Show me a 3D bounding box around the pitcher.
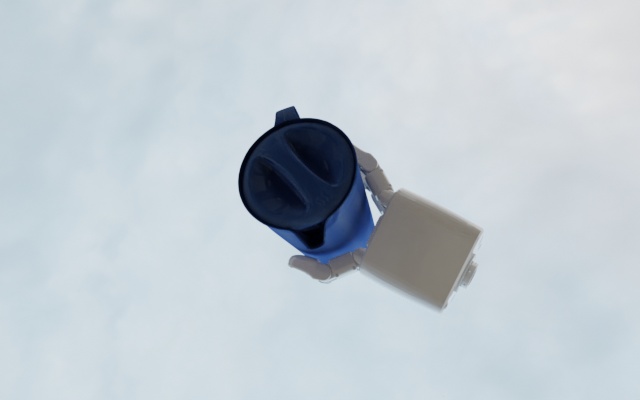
[{"bbox_3d":[0.000,0.002,0.614,0.145,0.149,0.243,25,-14,23],"label":"pitcher"}]
